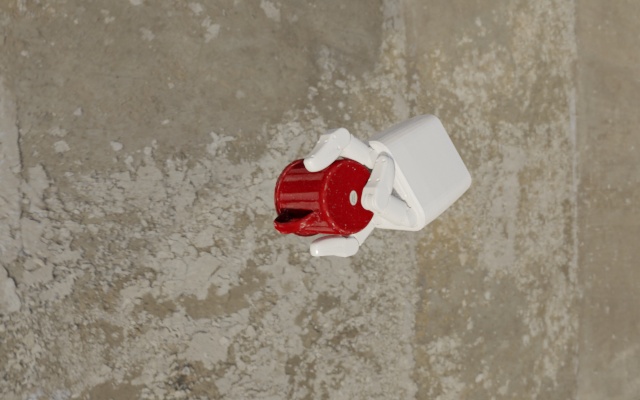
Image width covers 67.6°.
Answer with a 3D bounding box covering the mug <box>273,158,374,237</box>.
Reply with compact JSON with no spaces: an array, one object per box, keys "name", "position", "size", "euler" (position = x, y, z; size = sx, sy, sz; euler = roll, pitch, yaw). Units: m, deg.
[{"name":"mug","position":[-0.001,0.002,0.525],"size":[0.117,0.093,0.081],"euler":[-32,19,-34]}]
